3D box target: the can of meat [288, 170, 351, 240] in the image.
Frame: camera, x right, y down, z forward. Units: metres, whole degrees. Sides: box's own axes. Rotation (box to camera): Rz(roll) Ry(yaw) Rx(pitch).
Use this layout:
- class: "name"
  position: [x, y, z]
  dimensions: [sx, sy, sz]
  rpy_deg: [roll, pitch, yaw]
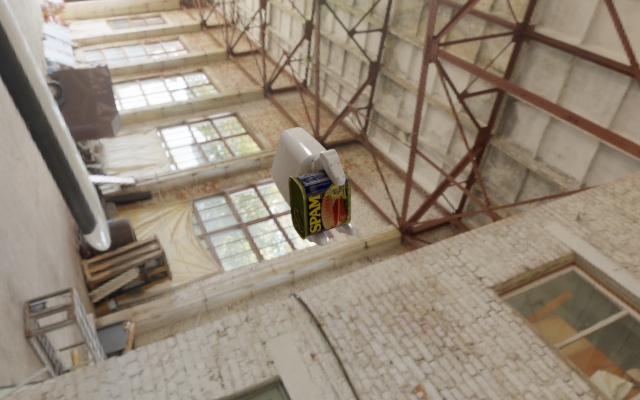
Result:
- class: "can of meat"
  position: [0.000, 0.002, 0.756]
  dimensions: [0.084, 0.102, 0.057]
  rpy_deg: [-16, 36, -21]
